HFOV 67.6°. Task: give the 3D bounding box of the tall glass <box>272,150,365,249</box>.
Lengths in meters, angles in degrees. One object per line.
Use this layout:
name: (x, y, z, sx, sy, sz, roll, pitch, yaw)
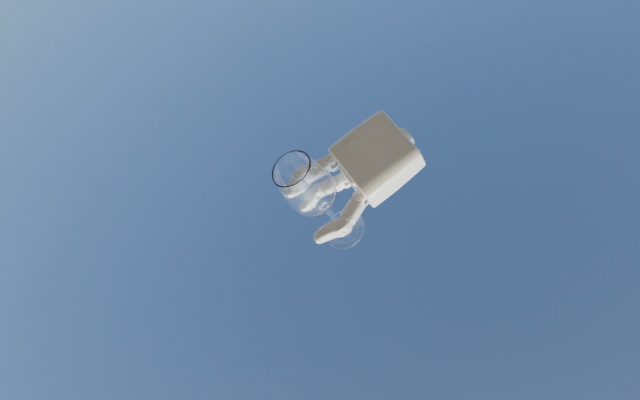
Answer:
tall glass: (0.000, 0.003, 0.742, 0.079, 0.079, 0.201, 0, -28, 29)
